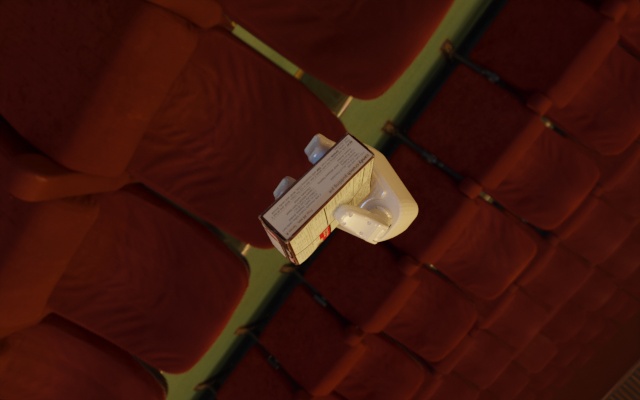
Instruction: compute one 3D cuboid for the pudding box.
[{"bbox_3d":[0.000,0.002,0.445,0.039,0.113,0.090,40,-13,16],"label":"pudding box"}]
